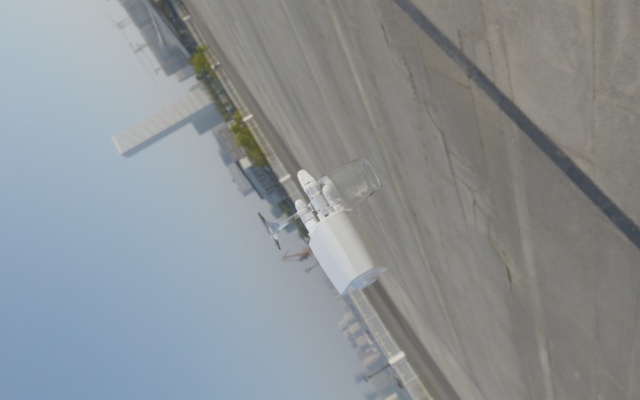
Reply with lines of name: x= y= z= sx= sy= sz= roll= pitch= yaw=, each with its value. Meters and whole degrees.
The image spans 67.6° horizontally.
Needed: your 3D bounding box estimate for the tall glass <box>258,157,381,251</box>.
tall glass: x=-0.001 y=0.003 z=0.802 sx=0.201 sy=0.079 sz=0.079 roll=-30 pitch=2 yaw=-3
